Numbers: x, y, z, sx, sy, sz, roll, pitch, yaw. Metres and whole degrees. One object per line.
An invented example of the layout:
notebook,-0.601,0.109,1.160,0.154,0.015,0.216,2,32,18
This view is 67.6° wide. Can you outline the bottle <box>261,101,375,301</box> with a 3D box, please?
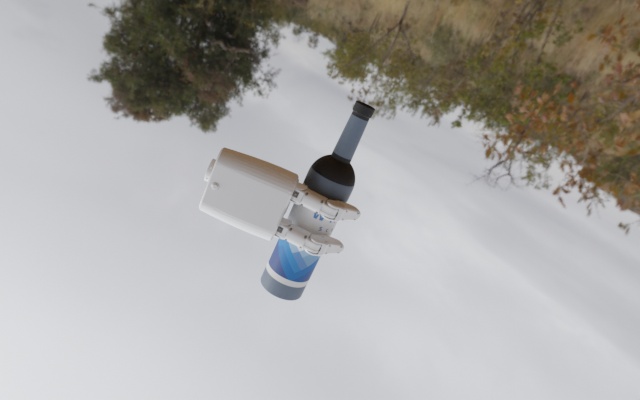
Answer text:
bottle,0.000,0.002,0.667,0.069,0.296,0.069,22,19,-8
